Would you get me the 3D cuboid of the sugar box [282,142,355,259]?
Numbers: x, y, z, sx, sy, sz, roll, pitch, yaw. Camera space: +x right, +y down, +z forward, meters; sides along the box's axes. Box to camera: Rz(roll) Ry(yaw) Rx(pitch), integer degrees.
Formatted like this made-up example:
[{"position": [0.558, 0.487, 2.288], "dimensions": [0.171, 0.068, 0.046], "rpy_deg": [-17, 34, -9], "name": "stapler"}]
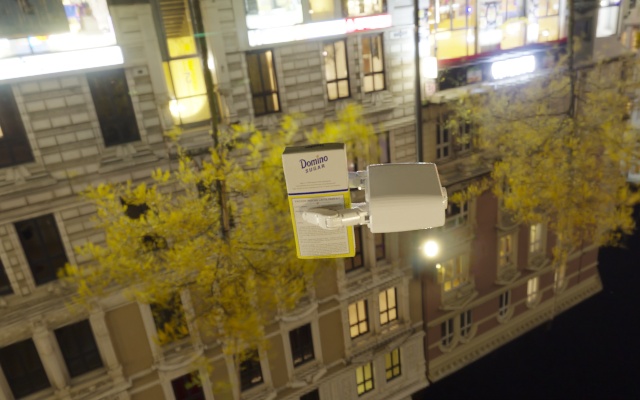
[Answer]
[{"position": [0.000, 0.002, 0.728], "dimensions": [0.093, 0.176, 0.048], "rpy_deg": [-4, 21, 6], "name": "sugar box"}]
